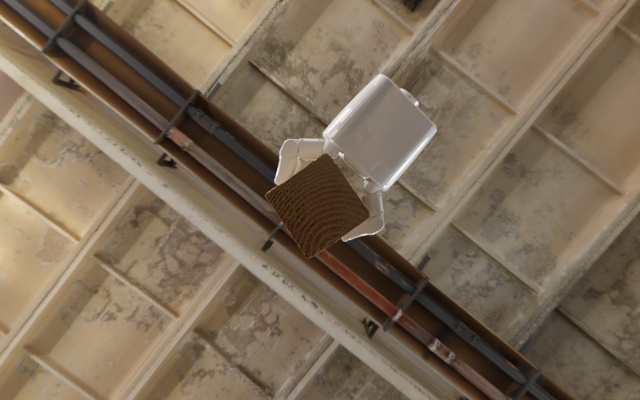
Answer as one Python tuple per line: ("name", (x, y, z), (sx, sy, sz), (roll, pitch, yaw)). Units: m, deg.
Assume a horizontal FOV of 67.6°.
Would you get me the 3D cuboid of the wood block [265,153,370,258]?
("wood block", (0.001, 0.002, 0.637), (0.090, 0.091, 0.206), (-35, 0, 3))
